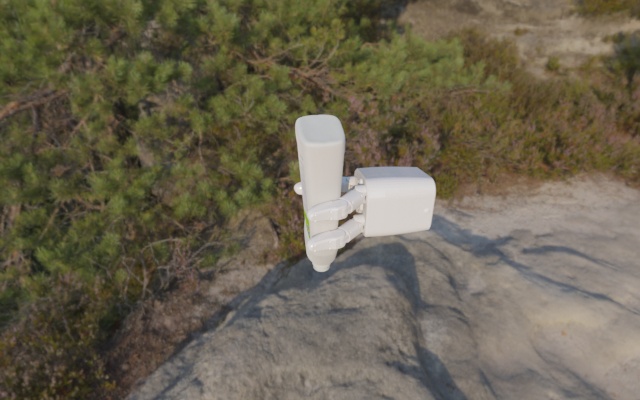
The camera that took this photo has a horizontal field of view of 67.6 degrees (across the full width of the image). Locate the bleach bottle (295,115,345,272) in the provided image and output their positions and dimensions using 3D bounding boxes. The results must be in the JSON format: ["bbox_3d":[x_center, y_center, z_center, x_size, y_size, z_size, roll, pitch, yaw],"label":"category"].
[{"bbox_3d":[0.000,0.002,0.741,0.068,0.251,0.102,-4,35,-6],"label":"bleach bottle"}]
